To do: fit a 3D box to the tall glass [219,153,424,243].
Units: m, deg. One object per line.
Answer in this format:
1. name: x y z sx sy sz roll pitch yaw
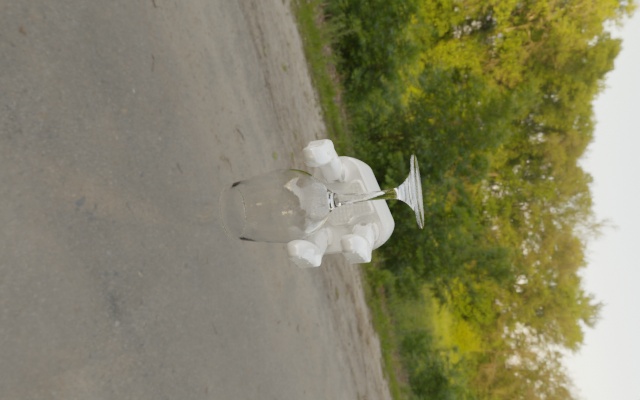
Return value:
1. tall glass: 0.001 0.001 0.490 0.201 0.079 0.079 -6 -2 16
